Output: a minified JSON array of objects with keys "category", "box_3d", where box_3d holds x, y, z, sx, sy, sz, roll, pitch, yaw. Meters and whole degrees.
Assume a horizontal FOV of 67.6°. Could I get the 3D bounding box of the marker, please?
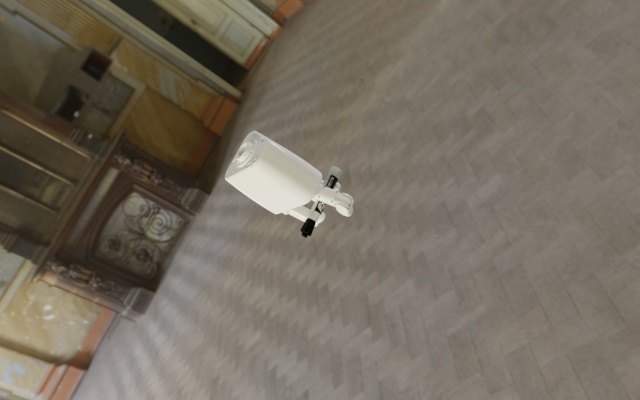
[{"category":"marker","box_3d":[0.000,0.002,0.741,0.020,0.121,0.020,24,-15,7]}]
